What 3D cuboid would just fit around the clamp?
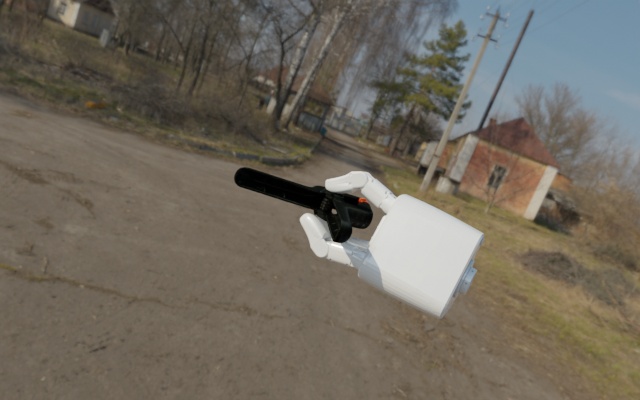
[{"bbox_3d":[0.001,0.001,0.609,0.164,0.036,0.210,28,11,22],"label":"clamp"}]
